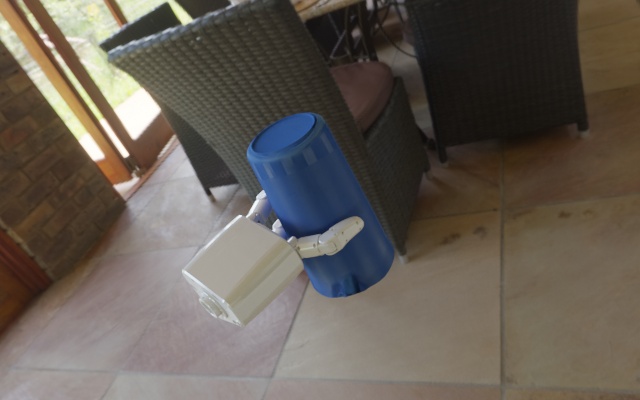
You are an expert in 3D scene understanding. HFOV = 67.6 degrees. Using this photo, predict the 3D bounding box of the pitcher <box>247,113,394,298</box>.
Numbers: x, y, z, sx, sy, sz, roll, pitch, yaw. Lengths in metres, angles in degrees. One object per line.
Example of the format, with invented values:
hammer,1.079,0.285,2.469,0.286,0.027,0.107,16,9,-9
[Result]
pitcher,0.000,0.002,0.659,0.149,0.243,0.145,13,50,47
